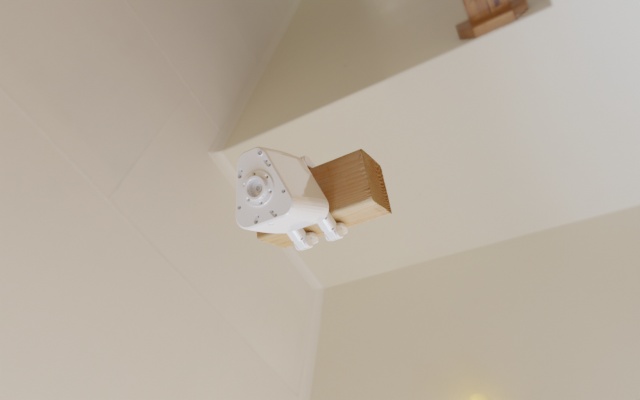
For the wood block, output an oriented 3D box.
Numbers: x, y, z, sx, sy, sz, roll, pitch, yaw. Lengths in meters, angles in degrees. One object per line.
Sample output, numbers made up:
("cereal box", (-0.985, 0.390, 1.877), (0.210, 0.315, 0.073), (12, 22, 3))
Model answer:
("wood block", (0.000, 0.002, 0.790), (0.206, 0.090, 0.090), (-19, -23, 22))
